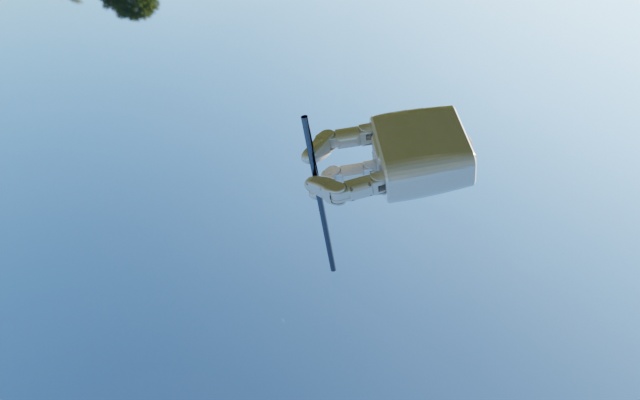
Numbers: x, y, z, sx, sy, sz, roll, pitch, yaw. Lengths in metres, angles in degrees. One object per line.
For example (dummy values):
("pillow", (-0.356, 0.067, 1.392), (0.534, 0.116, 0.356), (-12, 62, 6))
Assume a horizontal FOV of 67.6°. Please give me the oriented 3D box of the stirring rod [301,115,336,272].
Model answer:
("stirring rod", (0.000, 0.002, 0.604), (0.011, 0.240, 0.011), (-7, 36, 5))
